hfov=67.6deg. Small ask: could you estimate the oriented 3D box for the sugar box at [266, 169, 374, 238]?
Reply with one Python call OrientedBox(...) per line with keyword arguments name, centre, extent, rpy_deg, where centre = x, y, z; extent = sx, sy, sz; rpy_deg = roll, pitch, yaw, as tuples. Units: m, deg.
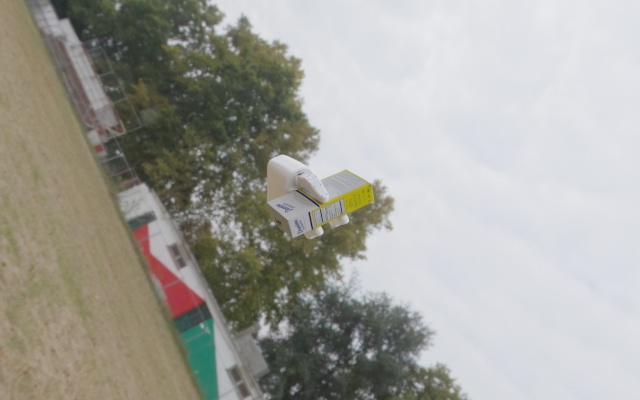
OrientedBox(name="sugar box", centre=(0.000, 0.003, 0.877), extent=(0.176, 0.048, 0.093), rpy_deg=(-25, 31, -19))
